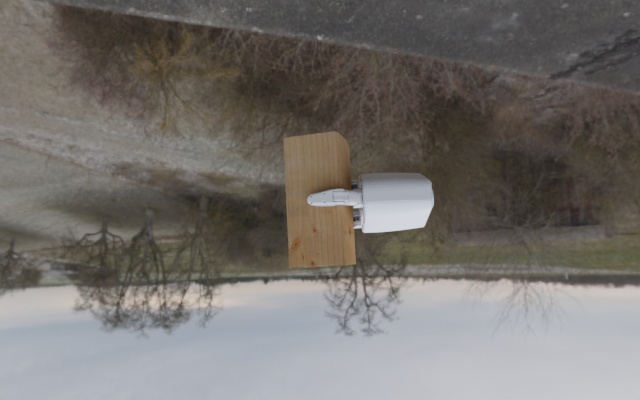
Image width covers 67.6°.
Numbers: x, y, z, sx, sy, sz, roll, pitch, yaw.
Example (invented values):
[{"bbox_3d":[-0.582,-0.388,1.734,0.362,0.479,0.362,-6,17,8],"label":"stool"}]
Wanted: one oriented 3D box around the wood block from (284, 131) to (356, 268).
[{"bbox_3d":[0.000,0.003,0.772,0.090,0.206,0.091,-5,-7,15],"label":"wood block"}]
